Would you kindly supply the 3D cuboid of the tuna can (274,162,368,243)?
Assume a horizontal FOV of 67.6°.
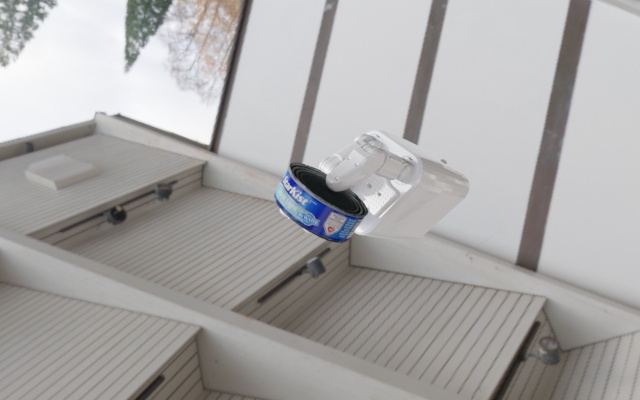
[{"bbox_3d":[0.000,0.002,0.450,0.086,0.034,0.086,29,17,-10],"label":"tuna can"}]
